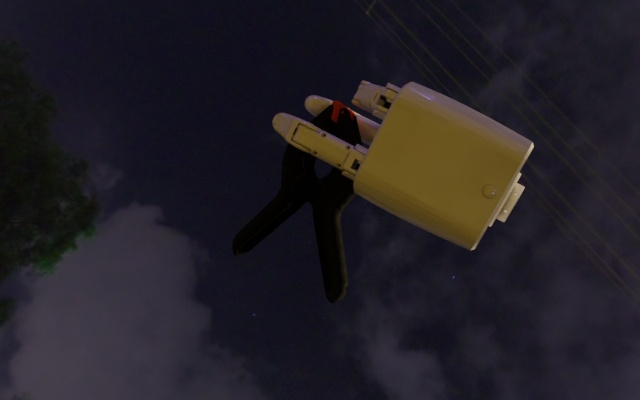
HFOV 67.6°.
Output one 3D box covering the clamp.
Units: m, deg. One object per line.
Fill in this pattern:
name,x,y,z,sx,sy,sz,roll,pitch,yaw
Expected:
clamp,0.000,0.001,0.425,0.120,0.171,0.039,30,10,17
